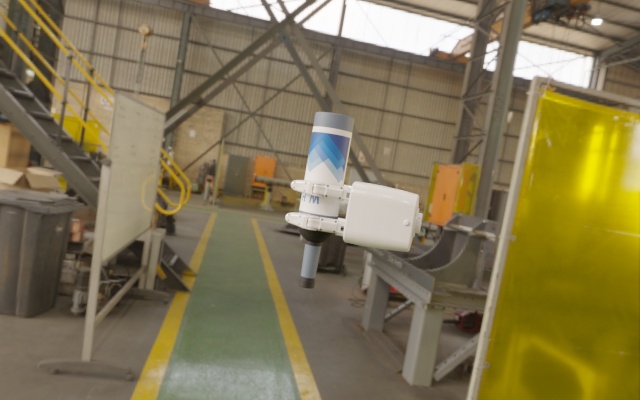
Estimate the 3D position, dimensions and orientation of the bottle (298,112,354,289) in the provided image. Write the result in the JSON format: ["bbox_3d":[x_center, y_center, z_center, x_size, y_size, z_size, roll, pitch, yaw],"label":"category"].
[{"bbox_3d":[0.000,0.002,0.811,0.069,0.296,0.069,10,3,-1],"label":"bottle"}]
